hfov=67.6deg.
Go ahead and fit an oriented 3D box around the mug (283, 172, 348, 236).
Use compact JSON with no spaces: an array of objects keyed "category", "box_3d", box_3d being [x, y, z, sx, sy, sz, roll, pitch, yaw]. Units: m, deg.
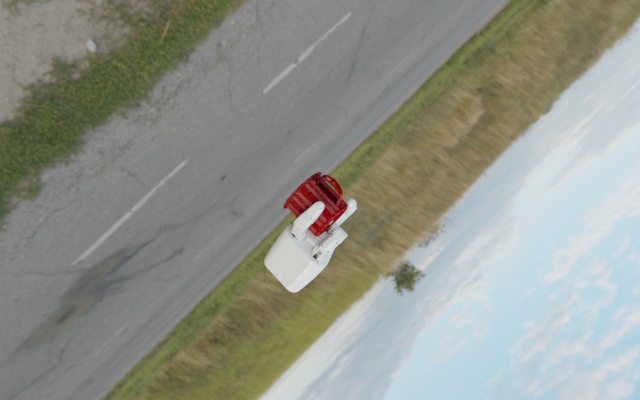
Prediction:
[{"category":"mug","box_3d":[0.001,0.002,0.846,0.093,0.081,0.117,-36,-11,-48]}]
